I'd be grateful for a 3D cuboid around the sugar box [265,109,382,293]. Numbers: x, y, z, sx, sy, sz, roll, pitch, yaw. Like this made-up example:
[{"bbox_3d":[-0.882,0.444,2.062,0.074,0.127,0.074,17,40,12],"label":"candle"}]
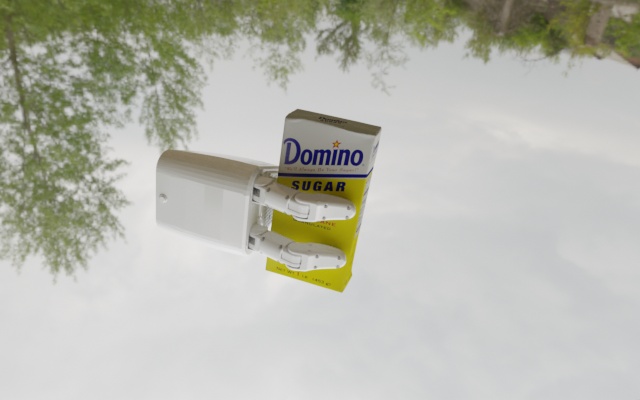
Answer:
[{"bbox_3d":[0.000,0.002,0.498,0.093,0.176,0.048,14,25,12],"label":"sugar box"}]
